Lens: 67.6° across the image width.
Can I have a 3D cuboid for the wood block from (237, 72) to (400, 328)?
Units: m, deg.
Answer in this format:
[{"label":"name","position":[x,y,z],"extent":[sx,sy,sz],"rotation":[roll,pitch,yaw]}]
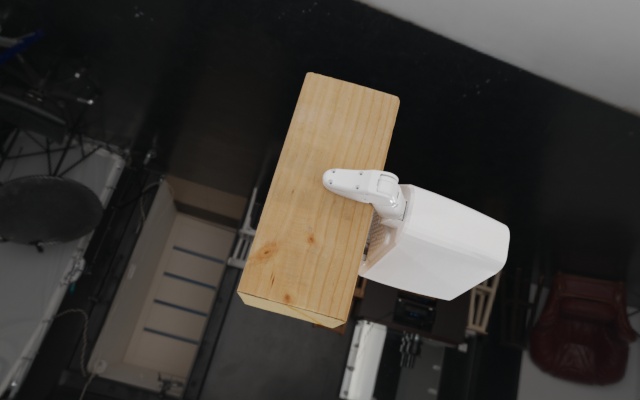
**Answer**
[{"label":"wood block","position":[0.000,0.002,0.441],"extent":[0.090,0.206,0.091],"rotation":[16,-18,0]}]
